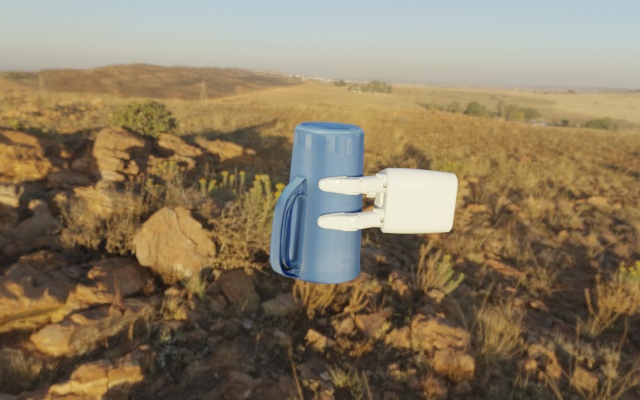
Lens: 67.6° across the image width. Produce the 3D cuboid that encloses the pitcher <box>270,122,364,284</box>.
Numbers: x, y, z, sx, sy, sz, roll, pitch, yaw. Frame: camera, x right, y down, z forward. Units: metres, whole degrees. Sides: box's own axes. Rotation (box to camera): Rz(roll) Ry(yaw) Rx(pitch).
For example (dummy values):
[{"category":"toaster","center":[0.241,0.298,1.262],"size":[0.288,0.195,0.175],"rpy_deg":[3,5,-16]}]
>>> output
[{"category":"pitcher","center":[0.000,0.002,0.755],"size":[0.145,0.243,0.149],"rpy_deg":[3,15,-2]}]
